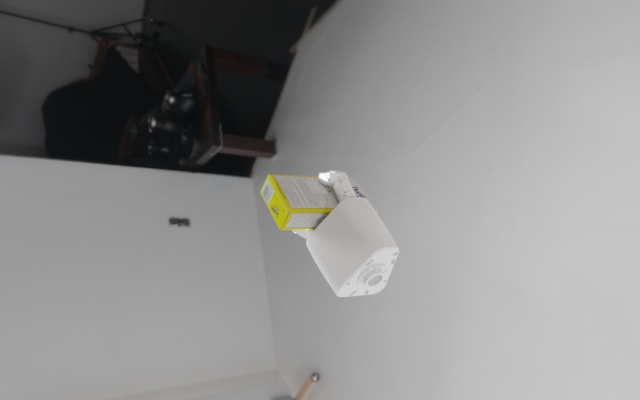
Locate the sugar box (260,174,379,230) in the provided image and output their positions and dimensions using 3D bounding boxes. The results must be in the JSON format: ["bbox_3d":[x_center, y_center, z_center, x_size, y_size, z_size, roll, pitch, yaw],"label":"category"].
[{"bbox_3d":[0.000,0.003,0.780,0.176,0.048,0.093,4,39,-35],"label":"sugar box"}]
